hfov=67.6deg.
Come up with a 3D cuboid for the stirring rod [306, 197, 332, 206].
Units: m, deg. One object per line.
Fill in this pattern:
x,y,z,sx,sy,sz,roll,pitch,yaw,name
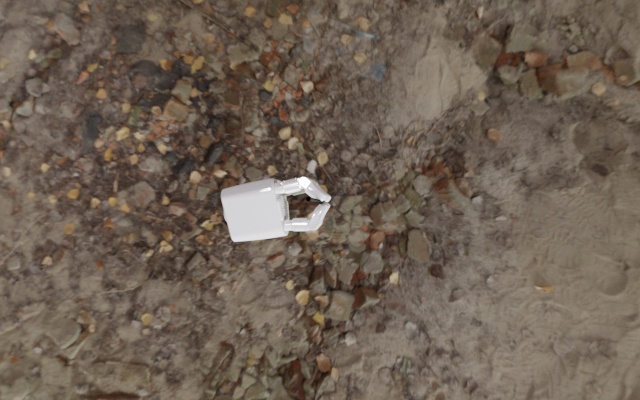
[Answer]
0.000,0.003,0.894,0.011,0.011,0.239,0,-2,10,stirring rod
